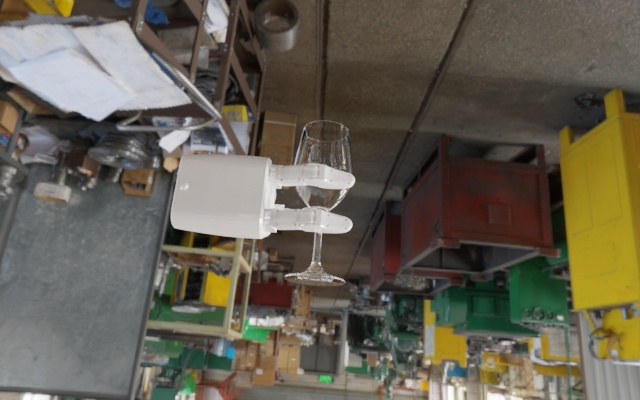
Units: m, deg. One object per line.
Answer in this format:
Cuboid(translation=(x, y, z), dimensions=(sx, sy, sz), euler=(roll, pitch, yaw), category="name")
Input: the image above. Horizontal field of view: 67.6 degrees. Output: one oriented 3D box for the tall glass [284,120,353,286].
Cuboid(translation=(0.000, 0.003, 0.603), dimensions=(0.079, 0.201, 0.079), euler=(4, -18, 1), category="tall glass")
